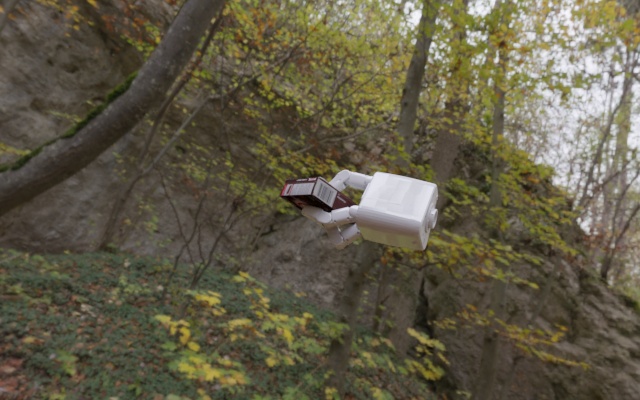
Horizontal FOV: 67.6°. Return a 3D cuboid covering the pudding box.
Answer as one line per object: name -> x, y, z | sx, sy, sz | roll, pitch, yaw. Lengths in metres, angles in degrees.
pudding box -> 0.000, 0.003, 0.829 | 0.090, 0.039, 0.113 | -3, -32, 48
